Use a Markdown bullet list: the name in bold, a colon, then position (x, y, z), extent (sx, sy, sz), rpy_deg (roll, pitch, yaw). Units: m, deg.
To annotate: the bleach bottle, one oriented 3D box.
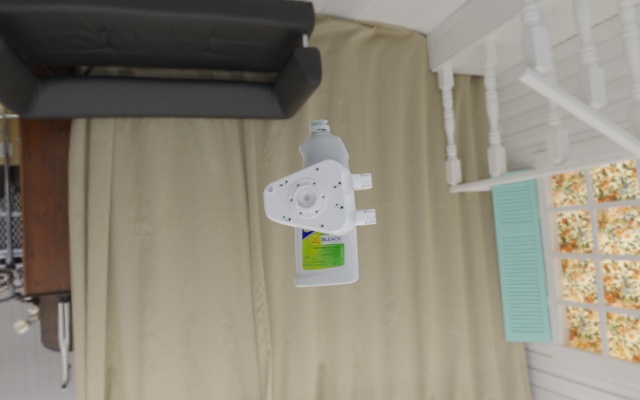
- **bleach bottle**: position (0.000, 0.002, 0.741), extent (0.102, 0.251, 0.068), rpy_deg (-6, -3, 9)
